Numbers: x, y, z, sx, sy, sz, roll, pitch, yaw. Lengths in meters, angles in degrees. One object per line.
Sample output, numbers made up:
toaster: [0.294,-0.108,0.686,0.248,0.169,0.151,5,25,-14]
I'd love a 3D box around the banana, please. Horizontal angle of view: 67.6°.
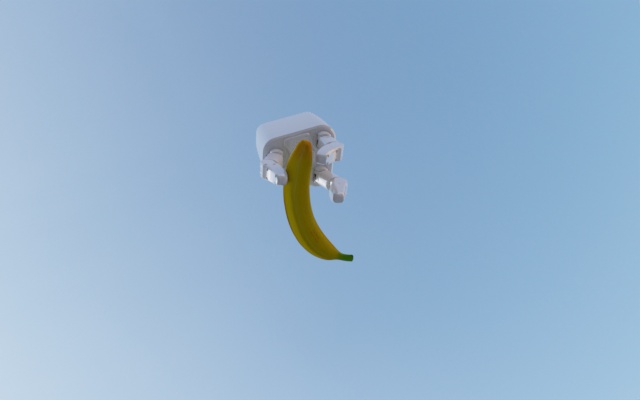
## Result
banana: [-0.016,0.012,0.669,0.069,0.198,0.037,-23,26,-3]
